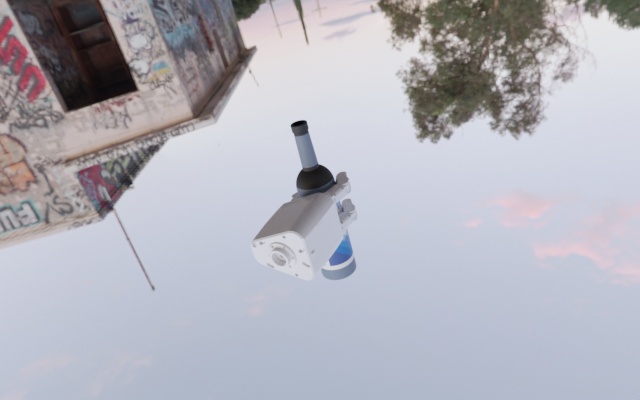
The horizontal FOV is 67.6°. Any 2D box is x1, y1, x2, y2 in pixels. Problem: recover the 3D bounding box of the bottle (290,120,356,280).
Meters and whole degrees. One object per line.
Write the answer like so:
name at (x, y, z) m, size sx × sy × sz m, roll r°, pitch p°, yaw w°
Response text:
bottle at (0.000, 0.003, 0.826) m, size 0.069 × 0.296 × 0.069 m, roll -12°, pitch 28°, yaw 7°
